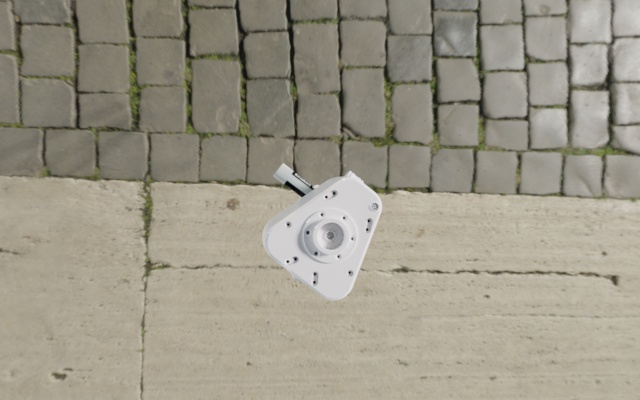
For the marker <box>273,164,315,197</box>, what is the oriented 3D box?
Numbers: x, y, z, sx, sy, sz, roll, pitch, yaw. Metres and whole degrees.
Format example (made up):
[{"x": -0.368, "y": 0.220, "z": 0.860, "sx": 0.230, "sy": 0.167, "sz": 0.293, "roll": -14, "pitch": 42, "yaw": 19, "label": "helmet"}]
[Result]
[{"x": 0.000, "y": 0.002, "z": 0.541, "sx": 0.121, "sy": 0.020, "sz": 0.020, "roll": 37, "pitch": -3, "yaw": -4, "label": "marker"}]
